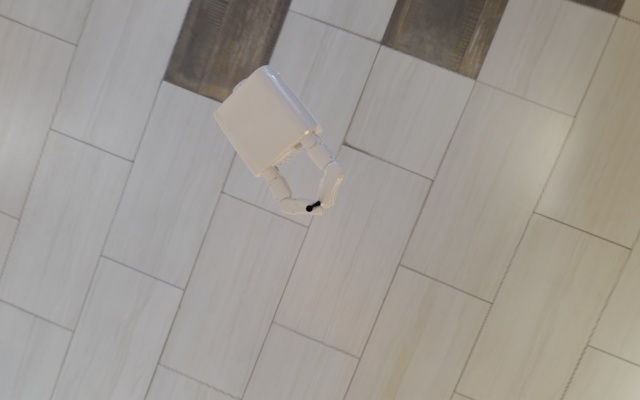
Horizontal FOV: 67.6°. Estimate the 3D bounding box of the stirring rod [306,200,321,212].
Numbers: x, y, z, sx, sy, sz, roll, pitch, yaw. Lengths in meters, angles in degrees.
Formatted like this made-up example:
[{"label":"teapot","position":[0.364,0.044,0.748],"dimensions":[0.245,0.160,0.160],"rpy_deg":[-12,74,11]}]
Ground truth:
[{"label":"stirring rod","position":[0.000,0.002,0.649],"dimensions":[0.011,0.011,0.239],"rpy_deg":[0,3,6]}]
